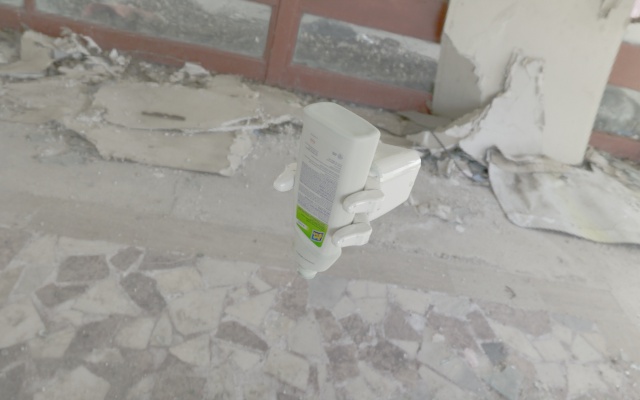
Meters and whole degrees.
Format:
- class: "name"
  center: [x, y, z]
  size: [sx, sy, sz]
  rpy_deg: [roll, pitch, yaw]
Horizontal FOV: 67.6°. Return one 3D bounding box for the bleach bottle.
- class: "bleach bottle"
  center: [0.000, 0.002, 0.651]
  size: [0.102, 0.251, 0.068]
  rpy_deg: [37, 39, 29]
